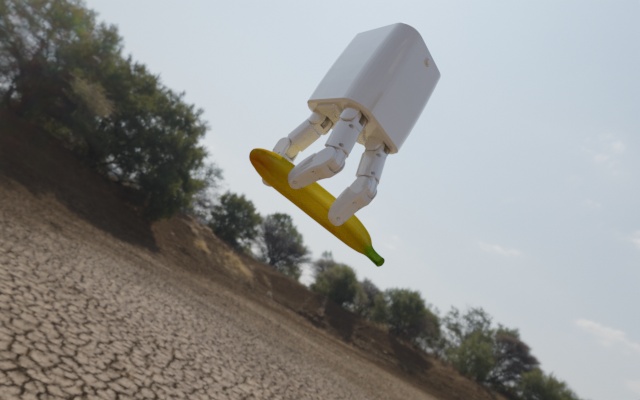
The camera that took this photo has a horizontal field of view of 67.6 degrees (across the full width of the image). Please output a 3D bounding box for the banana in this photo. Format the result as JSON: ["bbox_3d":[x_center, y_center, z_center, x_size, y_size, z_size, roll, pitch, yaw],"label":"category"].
[{"bbox_3d":[-0.004,0.001,0.536,0.198,0.037,0.069,39,-6,-21],"label":"banana"}]
